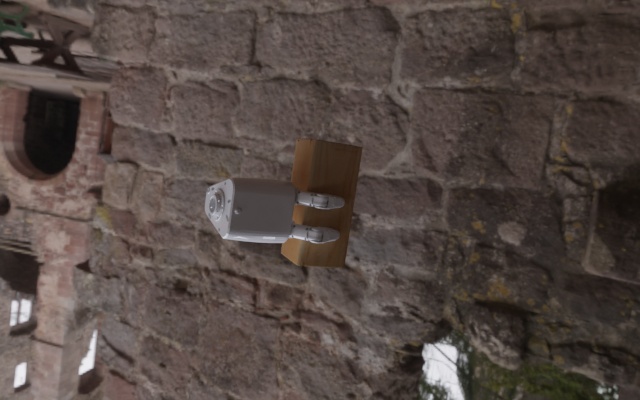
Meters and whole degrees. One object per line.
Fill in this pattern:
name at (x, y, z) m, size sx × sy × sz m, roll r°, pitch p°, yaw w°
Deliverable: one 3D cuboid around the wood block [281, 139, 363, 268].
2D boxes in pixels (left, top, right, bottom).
wood block at (0.000, 0.003, 0.821) m, size 0.090 × 0.206 × 0.091 m, roll 6°, pitch 5°, yaw -24°
